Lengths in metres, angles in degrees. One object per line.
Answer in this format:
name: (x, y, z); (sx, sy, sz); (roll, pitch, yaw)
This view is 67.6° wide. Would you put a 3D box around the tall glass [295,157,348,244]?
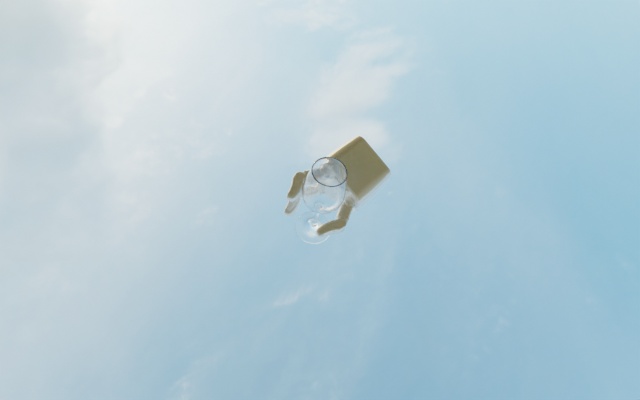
tall glass: (0.000, 0.003, 0.880); (0.079, 0.079, 0.201); (0, -31, -10)
